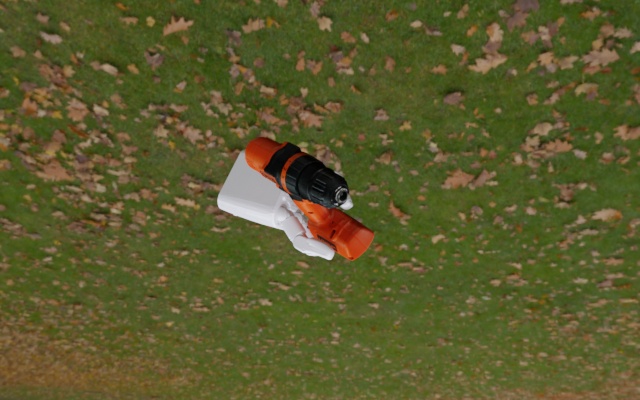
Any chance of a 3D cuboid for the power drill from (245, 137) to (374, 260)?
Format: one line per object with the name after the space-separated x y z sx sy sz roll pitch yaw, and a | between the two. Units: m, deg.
0.000 0.002 0.625 0.184 0.057 0.188 32 -15 46 | power drill
